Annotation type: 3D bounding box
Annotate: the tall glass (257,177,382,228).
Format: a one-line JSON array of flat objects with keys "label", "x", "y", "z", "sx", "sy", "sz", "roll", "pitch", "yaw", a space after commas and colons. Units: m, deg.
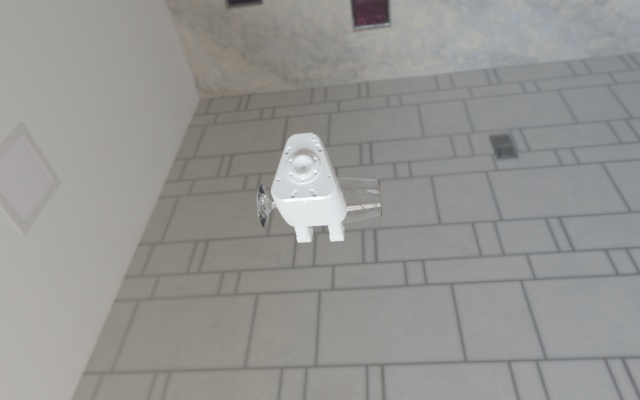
[{"label": "tall glass", "x": -0.001, "y": 0.003, "z": 0.798, "sx": 0.201, "sy": 0.079, "sz": 0.079, "roll": -4, "pitch": -1, "yaw": 7}]
